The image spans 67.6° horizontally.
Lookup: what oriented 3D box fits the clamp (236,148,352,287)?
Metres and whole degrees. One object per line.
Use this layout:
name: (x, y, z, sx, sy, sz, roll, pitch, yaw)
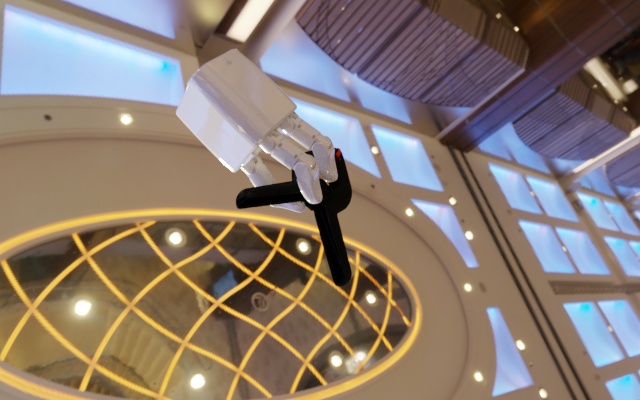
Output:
clamp: (0.000, 0.002, 0.616, 0.036, 0.164, 0.210, -39, 10, 37)
